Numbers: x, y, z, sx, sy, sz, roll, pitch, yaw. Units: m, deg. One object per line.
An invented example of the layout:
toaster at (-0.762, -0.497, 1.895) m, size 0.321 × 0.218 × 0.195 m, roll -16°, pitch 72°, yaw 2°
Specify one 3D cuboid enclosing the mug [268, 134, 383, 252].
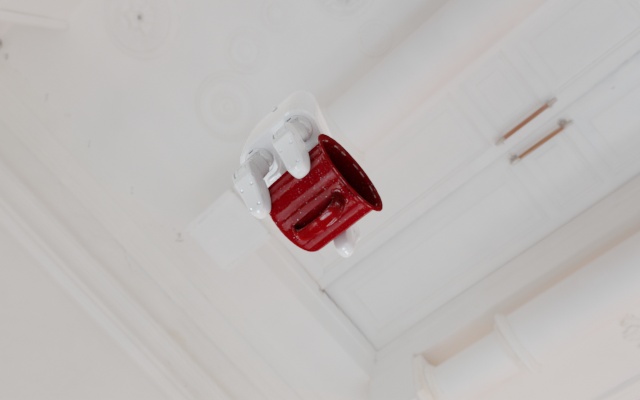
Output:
mug at (0.000, 0.002, 0.453) m, size 0.081 × 0.093 × 0.117 m, roll -39°, pitch 19°, yaw 18°
